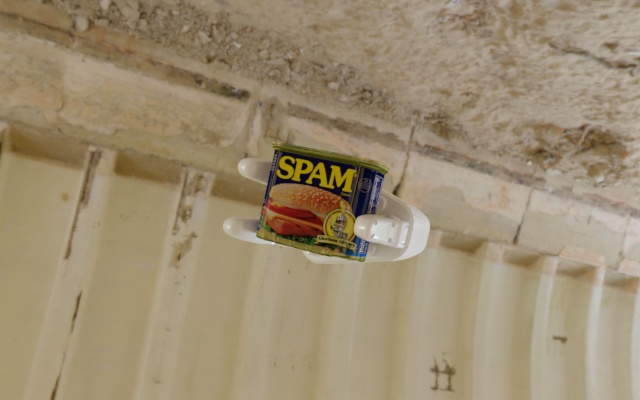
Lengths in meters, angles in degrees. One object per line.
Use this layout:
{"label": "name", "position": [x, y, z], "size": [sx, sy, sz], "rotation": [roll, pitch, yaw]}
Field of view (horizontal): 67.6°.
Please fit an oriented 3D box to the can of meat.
{"label": "can of meat", "position": [0.000, 0.002, 0.413], "size": [0.102, 0.084, 0.057], "rotation": [13, 0, 20]}
